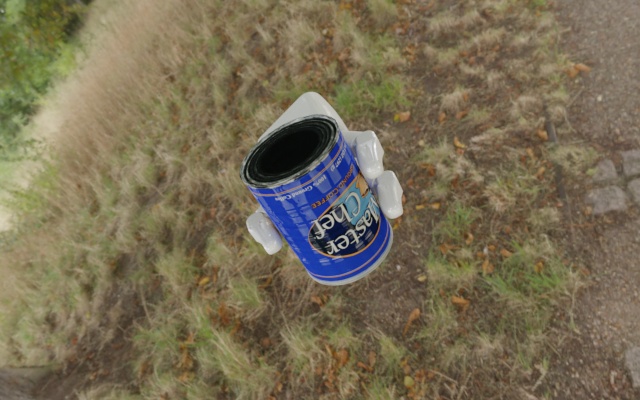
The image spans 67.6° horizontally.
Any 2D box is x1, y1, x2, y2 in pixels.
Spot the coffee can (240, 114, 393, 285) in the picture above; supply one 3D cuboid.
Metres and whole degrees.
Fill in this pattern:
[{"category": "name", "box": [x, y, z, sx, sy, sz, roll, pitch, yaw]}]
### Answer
[{"category": "coffee can", "box": [0.000, 0.002, 0.475, 0.103, 0.140, 0.102, -20, 36, 16]}]
